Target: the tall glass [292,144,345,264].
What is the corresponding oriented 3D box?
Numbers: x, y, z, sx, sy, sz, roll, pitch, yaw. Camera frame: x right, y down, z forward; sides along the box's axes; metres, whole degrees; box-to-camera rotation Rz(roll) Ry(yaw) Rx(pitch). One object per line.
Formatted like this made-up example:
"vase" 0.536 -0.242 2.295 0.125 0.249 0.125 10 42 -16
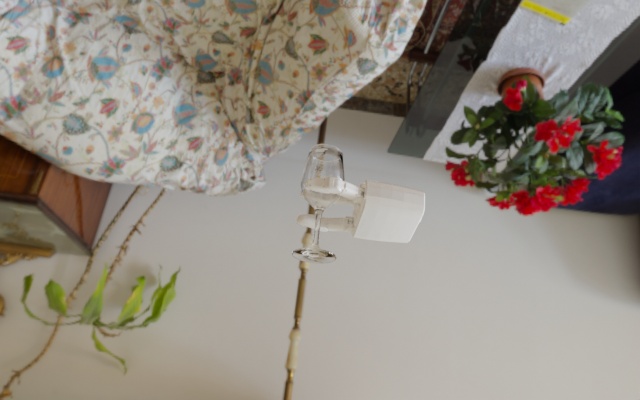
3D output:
"tall glass" 0.000 0.003 0.830 0.079 0.201 0.079 5 -24 2
